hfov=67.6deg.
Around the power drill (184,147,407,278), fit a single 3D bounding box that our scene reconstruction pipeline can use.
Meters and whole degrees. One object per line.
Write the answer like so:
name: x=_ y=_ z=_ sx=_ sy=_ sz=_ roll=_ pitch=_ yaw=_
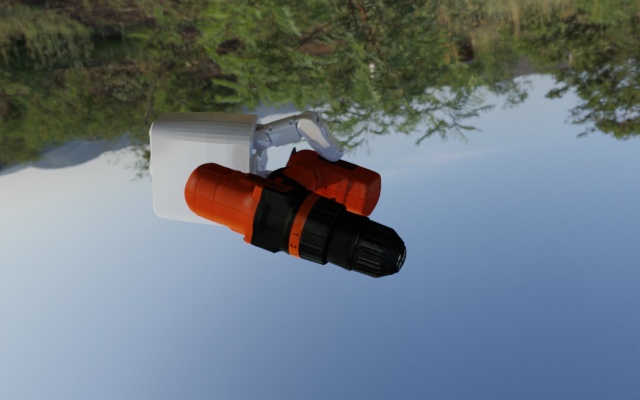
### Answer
power drill: x=0.000 y=0.001 z=0.436 sx=0.184 sy=0.057 sz=0.187 roll=21 pitch=16 yaw=14
